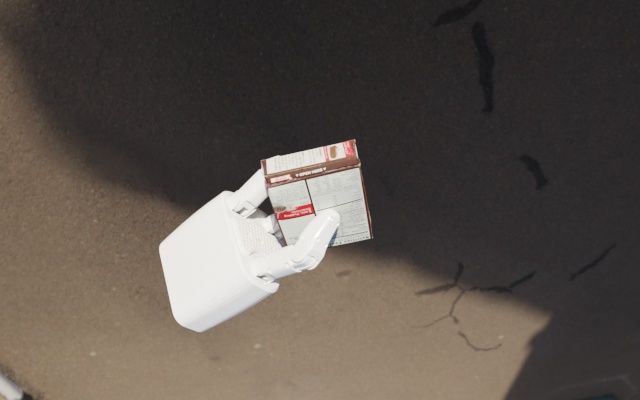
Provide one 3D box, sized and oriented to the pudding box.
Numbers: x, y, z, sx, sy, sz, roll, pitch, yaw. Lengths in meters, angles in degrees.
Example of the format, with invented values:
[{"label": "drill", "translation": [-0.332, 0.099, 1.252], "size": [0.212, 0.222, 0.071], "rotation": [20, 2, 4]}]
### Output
[{"label": "pudding box", "translation": [0.000, 0.002, 0.465], "size": [0.090, 0.039, 0.114], "rotation": [-13, -41, 1]}]
